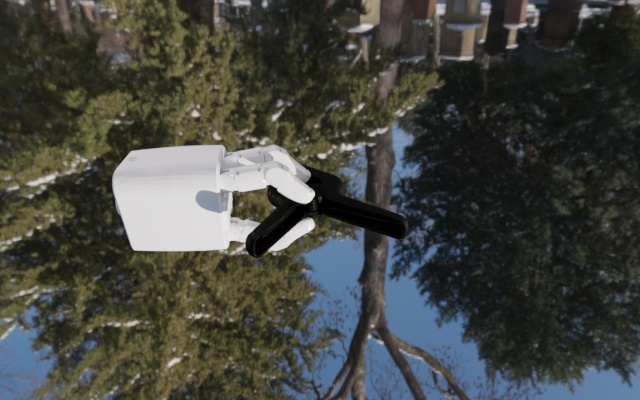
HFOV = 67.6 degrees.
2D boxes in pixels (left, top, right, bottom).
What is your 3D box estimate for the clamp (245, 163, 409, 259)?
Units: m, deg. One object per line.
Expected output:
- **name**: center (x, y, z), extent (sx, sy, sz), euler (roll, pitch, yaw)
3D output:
- **clamp**: center (0.000, 0.002, 0.551), extent (0.164, 0.036, 0.210), euler (-3, 24, -5)
